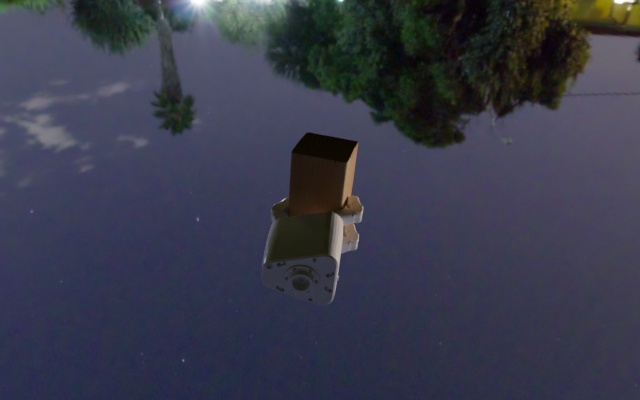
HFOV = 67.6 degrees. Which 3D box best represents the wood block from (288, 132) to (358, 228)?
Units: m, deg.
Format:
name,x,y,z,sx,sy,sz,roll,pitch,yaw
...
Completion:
name,x,y,z,sx,sy,sz,roll,pitch,yaw
wood block,0.000,0.003,0.802,0.091,0.206,0.090,12,31,10
